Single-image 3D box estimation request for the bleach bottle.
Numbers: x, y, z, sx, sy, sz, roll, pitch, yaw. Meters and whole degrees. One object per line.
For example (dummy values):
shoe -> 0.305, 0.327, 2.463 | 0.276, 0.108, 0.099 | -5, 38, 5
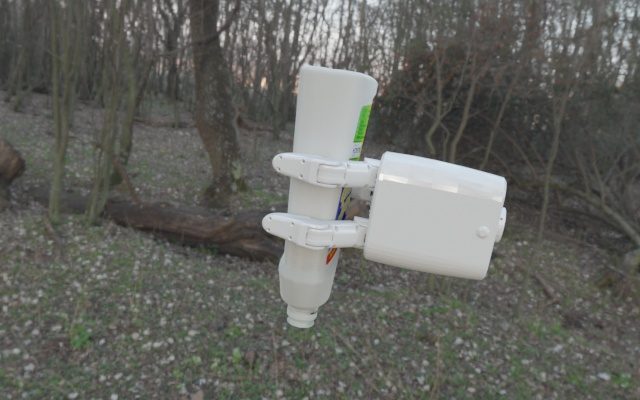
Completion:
bleach bottle -> 0.000, 0.002, 0.472 | 0.068, 0.251, 0.102 | 11, 13, 11
